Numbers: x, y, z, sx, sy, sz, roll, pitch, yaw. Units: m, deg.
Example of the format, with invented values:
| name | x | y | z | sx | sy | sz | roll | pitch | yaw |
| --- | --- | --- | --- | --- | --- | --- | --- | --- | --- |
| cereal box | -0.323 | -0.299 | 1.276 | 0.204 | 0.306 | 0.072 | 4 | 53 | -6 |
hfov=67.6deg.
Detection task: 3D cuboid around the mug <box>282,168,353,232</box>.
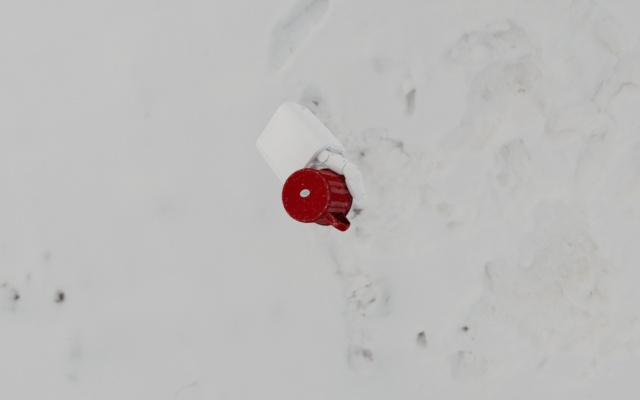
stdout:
| name | x | y | z | sx | sy | sz | roll | pitch | yaw |
| --- | --- | --- | --- | --- | --- | --- | --- | --- | --- |
| mug | 0.001 | 0.004 | 0.726 | 0.093 | 0.117 | 0.081 | -44 | -17 | 17 |
